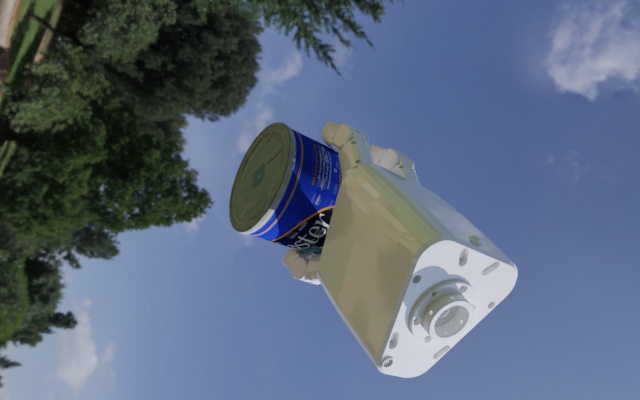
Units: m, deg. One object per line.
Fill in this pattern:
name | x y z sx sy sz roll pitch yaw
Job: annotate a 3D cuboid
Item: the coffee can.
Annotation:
coffee can | 0.000 0.001 0.452 0.140 0.103 0.103 22 -12 -30
